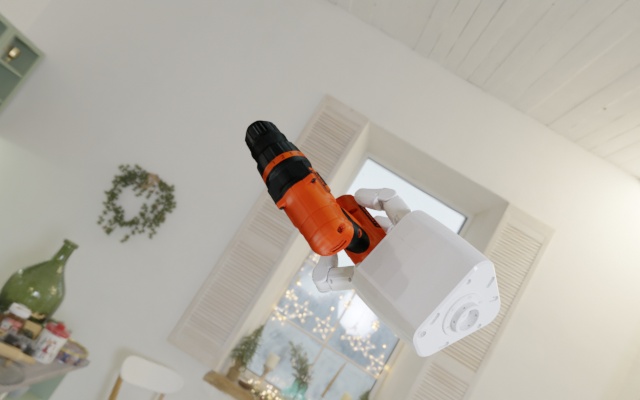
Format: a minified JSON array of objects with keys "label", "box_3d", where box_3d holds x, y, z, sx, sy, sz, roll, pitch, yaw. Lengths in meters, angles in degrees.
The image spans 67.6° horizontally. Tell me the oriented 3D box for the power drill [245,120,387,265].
[{"label":"power drill","box_3d":[0.000,0.002,0.553,0.057,0.184,0.188,-40,-32,11]}]
